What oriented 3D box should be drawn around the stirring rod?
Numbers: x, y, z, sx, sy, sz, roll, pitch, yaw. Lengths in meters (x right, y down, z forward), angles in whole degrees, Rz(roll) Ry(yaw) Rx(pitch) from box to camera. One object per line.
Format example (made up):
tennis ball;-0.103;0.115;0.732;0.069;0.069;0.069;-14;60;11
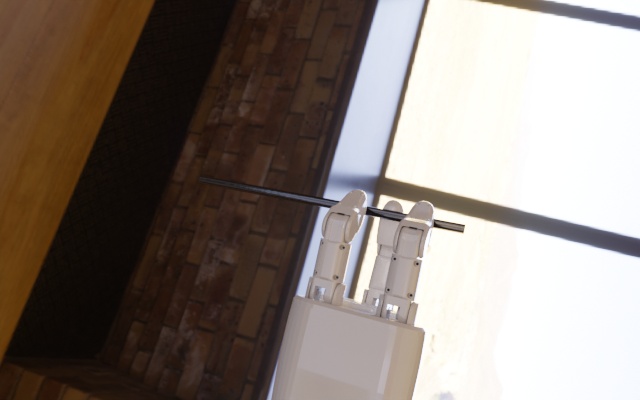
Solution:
stirring rod;0.000;0.001;0.409;0.239;0.011;0.011;11;3;19
